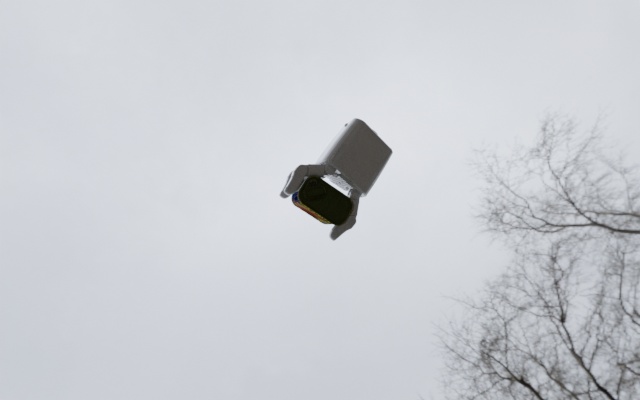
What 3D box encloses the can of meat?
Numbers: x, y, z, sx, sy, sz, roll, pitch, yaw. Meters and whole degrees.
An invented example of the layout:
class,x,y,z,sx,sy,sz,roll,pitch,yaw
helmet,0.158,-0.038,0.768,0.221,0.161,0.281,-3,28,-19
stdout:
class,x,y,z,sx,sy,sz,roll,pitch,yaw
can of meat,0.000,0.003,0.880,0.102,0.057,0.084,34,-11,-10
